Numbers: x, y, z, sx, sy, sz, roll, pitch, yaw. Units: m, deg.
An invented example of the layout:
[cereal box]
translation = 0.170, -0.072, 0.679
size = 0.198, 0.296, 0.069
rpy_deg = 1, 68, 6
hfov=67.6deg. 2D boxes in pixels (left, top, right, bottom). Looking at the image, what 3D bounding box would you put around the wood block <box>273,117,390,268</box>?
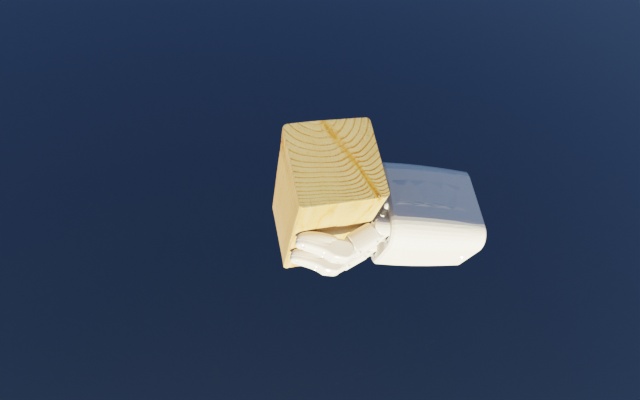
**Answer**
[wood block]
translation = 0.000, 0.001, 0.544
size = 0.090, 0.090, 0.206
rpy_deg = -7, -22, -12
